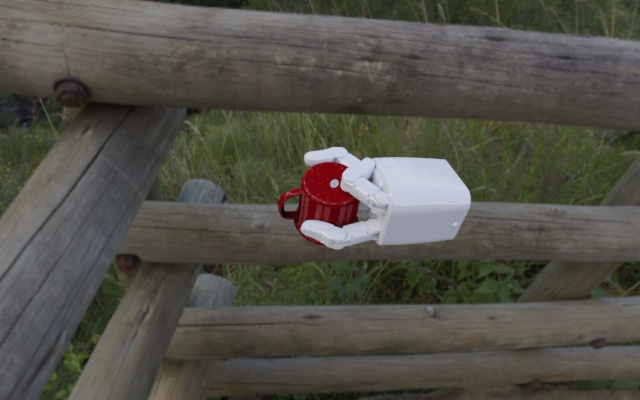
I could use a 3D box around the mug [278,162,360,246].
[{"bbox_3d":[-0.001,0.002,0.651,0.117,0.093,0.082,-1,-41,-9],"label":"mug"}]
